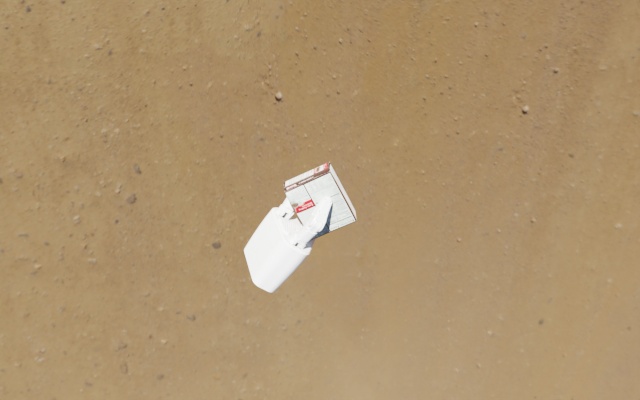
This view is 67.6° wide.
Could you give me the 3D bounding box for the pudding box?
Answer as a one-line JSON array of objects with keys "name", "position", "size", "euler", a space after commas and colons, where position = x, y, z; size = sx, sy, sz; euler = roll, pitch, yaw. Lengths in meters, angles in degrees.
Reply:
[{"name": "pudding box", "position": [0.000, 0.003, 0.819], "size": [0.090, 0.113, 0.039], "euler": [-24, 29, 10]}]
